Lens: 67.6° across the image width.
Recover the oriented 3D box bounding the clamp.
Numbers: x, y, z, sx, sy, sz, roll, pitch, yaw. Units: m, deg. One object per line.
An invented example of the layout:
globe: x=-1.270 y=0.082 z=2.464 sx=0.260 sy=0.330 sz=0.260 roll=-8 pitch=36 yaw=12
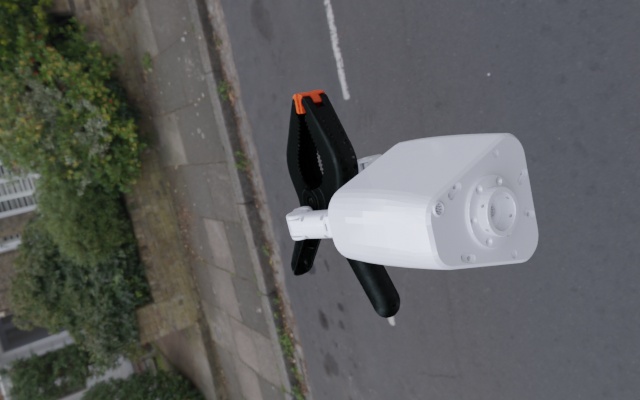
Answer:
clamp: x=-0.001 y=0.001 z=0.469 sx=0.036 sy=0.210 sz=0.164 roll=-18 pitch=10 yaw=-32
